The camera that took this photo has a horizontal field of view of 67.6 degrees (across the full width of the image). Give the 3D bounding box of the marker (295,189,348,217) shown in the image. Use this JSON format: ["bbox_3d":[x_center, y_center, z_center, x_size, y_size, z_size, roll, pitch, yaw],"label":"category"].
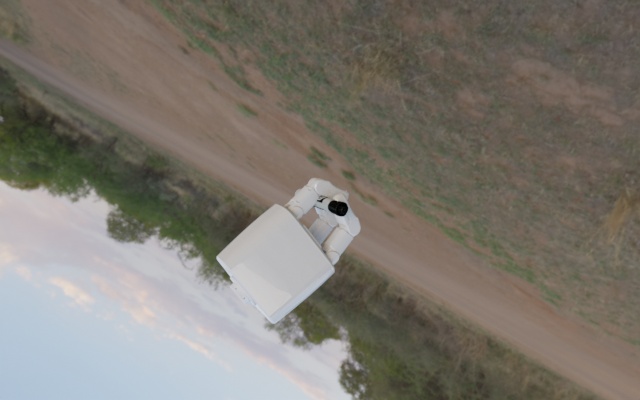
[{"bbox_3d":[0.000,0.002,0.634,0.020,0.020,0.121,0,10,-29],"label":"marker"}]
